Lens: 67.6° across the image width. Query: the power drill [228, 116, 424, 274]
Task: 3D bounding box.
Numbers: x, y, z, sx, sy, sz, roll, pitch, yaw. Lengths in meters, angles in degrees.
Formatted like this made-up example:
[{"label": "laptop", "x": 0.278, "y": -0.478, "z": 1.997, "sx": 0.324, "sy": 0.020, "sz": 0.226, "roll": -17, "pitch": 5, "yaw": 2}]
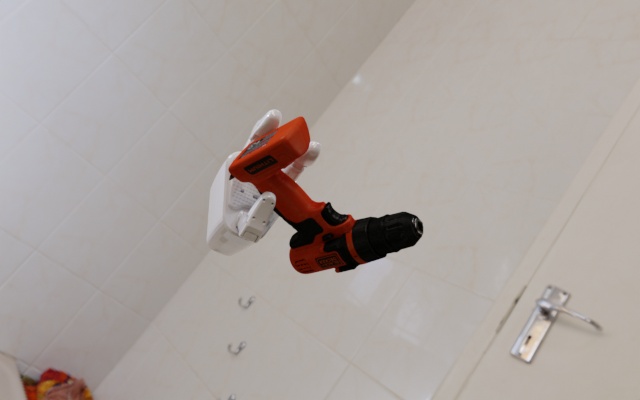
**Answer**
[{"label": "power drill", "x": 0.000, "y": 0.001, "z": 0.541, "sx": 0.184, "sy": 0.188, "sz": 0.057, "roll": -21, "pitch": 25, "yaw": 36}]
